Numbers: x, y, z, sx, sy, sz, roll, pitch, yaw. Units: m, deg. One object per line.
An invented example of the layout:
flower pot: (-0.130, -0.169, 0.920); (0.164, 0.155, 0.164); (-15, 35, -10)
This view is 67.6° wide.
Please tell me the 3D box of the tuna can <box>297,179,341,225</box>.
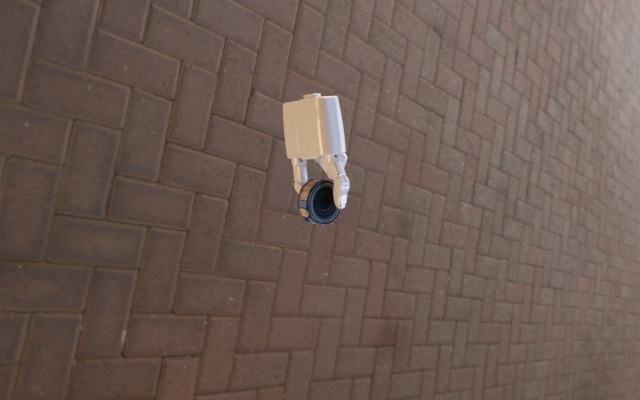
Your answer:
tuna can: (0.001, 0.003, 0.891); (0.086, 0.086, 0.034); (0, 5, -40)
